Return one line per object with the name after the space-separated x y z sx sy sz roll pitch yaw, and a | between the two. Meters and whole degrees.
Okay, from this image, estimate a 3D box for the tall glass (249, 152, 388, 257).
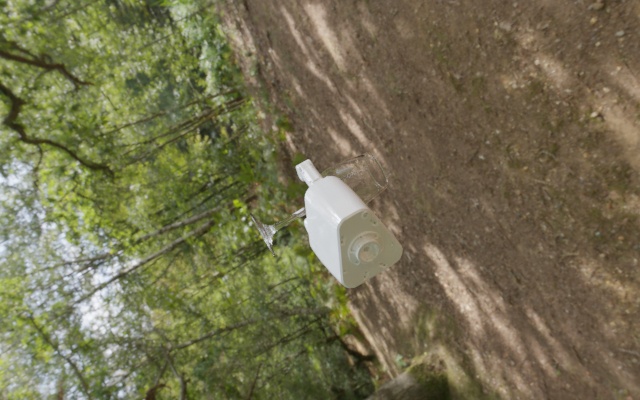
-0.001 0.003 0.712 0.201 0.079 0.079 -30 5 -8 | tall glass
